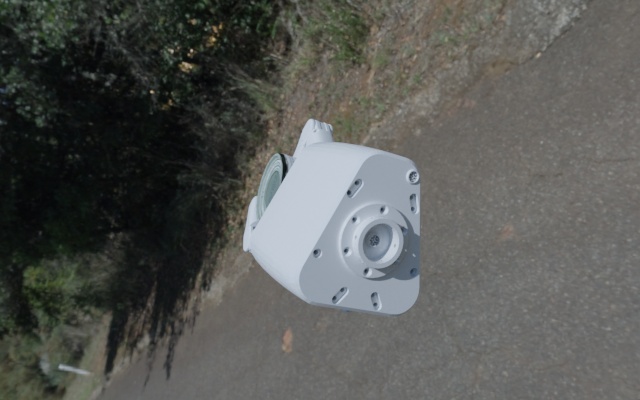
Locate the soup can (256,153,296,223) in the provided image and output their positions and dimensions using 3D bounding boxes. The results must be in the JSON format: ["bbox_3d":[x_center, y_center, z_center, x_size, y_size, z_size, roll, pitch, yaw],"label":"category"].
[{"bbox_3d":[0.000,0.001,0.437,0.102,0.068,0.068,14,-5,-22],"label":"soup can"}]
